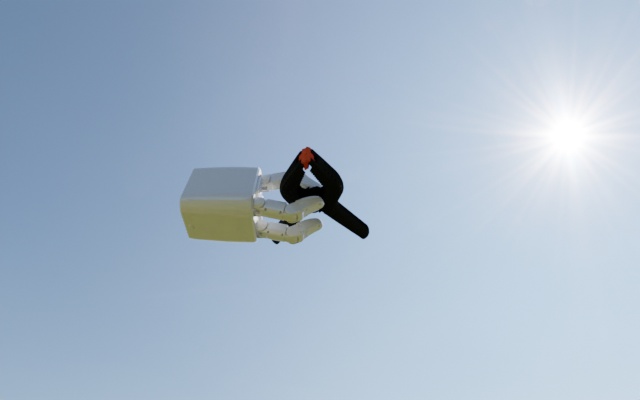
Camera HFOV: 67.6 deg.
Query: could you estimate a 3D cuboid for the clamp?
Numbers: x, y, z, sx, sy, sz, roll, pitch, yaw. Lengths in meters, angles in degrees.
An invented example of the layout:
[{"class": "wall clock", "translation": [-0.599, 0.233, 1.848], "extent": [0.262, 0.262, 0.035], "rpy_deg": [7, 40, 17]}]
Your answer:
[{"class": "clamp", "translation": [0.000, 0.001, 0.734], "extent": [0.164, 0.036, 0.210], "rpy_deg": [0, -39, -2]}]
